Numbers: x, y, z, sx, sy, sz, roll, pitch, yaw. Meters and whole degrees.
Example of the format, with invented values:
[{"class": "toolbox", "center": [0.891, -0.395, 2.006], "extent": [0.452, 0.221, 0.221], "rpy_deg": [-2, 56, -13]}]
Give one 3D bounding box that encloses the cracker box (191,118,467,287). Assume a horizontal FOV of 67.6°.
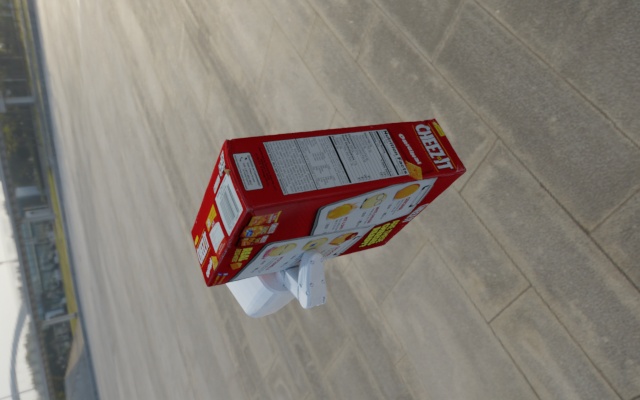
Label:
[{"class": "cracker box", "center": [0.000, 0.002, 0.452], "extent": [0.213, 0.072, 0.164], "rpy_deg": [-11, -24, -29]}]
